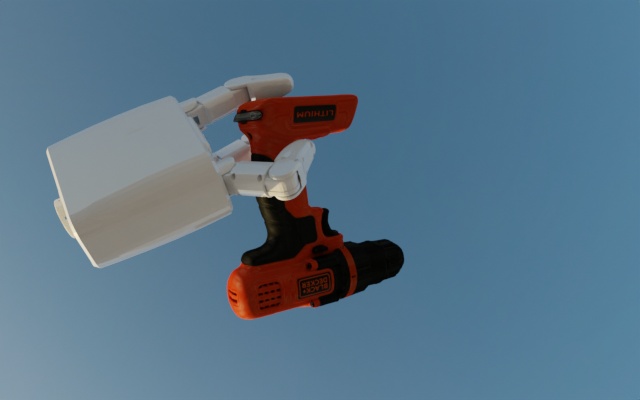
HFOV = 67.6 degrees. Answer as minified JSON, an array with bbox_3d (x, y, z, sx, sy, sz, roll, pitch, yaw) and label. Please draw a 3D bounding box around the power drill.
[{"bbox_3d":[0.000,0.001,0.431,0.184,0.187,0.057,-9,8,-34],"label":"power drill"}]
